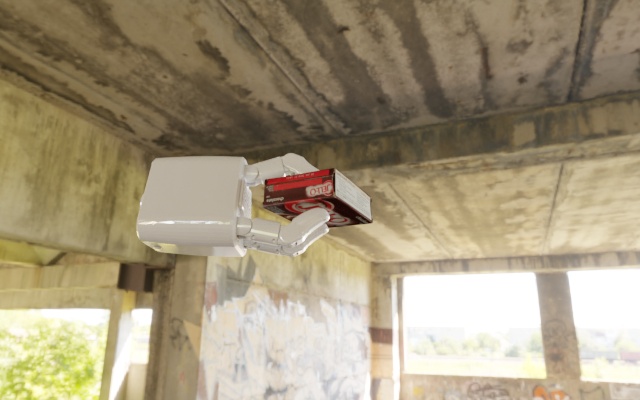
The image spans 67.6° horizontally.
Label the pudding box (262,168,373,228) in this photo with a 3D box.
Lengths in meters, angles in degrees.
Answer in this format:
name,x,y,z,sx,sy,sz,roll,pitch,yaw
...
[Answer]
name,x,y,z,sx,sy,sz,roll,pitch,yaw
pudding box,0.000,0.002,0.556,0.090,0.039,0.113,-7,-18,26
